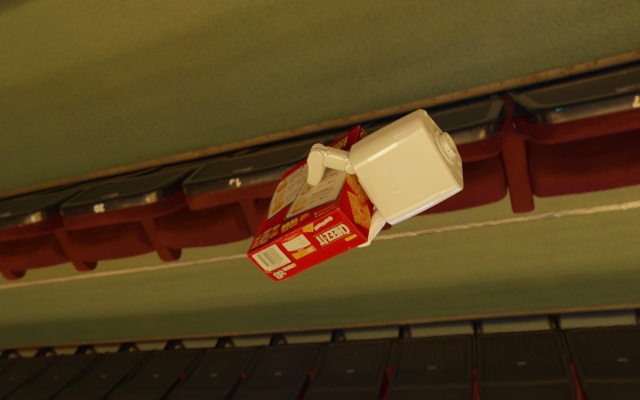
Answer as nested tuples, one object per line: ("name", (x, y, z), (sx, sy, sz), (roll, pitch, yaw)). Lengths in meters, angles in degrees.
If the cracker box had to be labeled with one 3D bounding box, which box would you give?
("cracker box", (0.000, 0.002, 0.700), (0.164, 0.072, 0.213), (-29, 25, 30))
